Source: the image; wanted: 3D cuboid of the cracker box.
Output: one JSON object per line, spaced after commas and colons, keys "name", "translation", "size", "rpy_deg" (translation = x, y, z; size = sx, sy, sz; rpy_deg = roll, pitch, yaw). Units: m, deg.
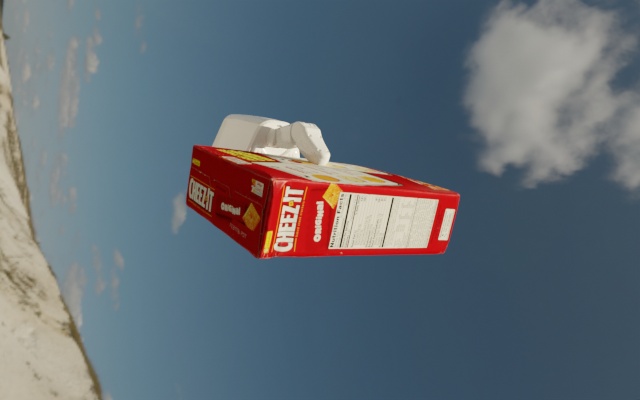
{"name": "cracker box", "translation": [0.000, 0.001, 0.470], "size": [0.214, 0.072, 0.164], "rpy_deg": [3, 12, -36]}
